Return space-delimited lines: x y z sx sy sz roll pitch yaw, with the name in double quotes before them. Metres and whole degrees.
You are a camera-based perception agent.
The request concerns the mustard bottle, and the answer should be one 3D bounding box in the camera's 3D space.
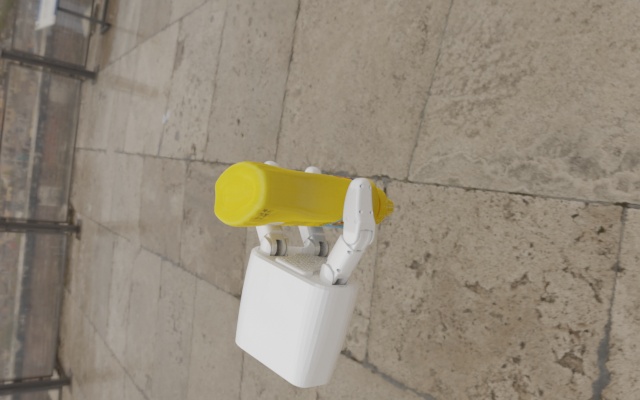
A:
"mustard bottle" 0.000 0.001 0.476 0.191 0.058 0.096 6 -10 -37
